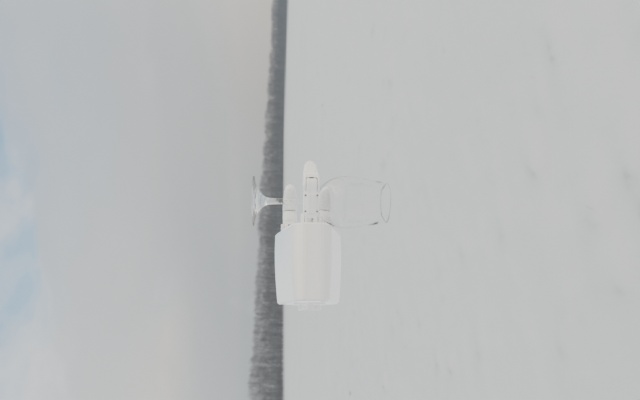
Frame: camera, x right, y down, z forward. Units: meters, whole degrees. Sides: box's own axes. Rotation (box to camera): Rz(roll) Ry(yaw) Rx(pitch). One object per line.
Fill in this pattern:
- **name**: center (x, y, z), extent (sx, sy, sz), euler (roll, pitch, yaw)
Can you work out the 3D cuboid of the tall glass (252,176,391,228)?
- **tall glass**: center (-0.001, 0.002, 0.712), extent (0.201, 0.079, 0.079), euler (0, 0, -5)
